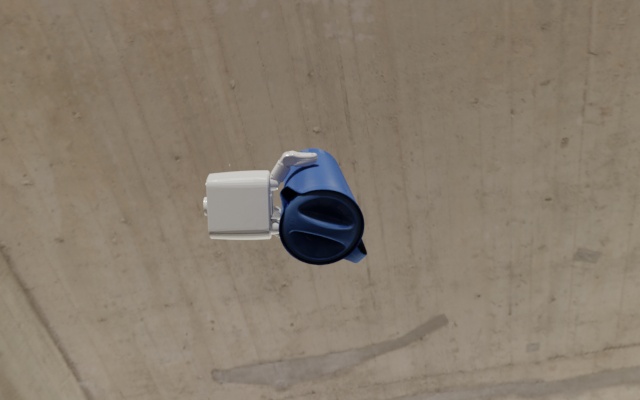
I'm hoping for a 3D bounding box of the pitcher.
[{"bbox_3d":[0.000,0.003,0.839,0.145,0.149,0.242,-2,25,-4],"label":"pitcher"}]
